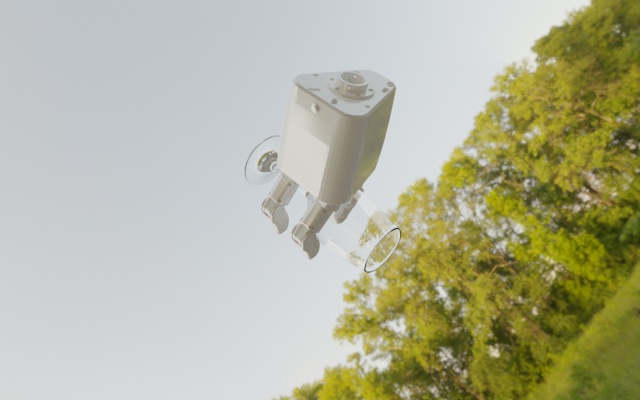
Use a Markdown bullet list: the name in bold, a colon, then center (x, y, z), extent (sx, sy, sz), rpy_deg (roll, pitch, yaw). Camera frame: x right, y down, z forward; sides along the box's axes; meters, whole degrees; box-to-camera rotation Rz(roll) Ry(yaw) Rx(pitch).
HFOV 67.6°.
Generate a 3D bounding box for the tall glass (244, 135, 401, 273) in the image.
- **tall glass**: center (0.000, 0.002, 0.573), extent (0.201, 0.079, 0.079), rpy_deg (38, 20, 28)
